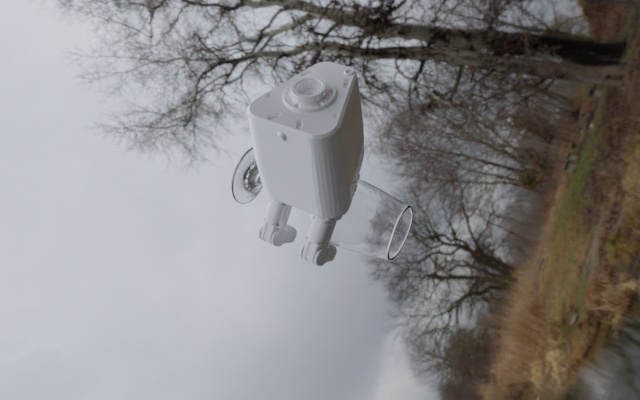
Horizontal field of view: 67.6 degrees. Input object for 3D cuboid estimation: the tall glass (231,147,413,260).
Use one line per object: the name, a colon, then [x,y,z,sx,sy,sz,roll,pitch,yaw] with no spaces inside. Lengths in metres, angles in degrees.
tall glass: [0.000,0.002,0.542,0.201,0.079,0.079,21,9,24]
